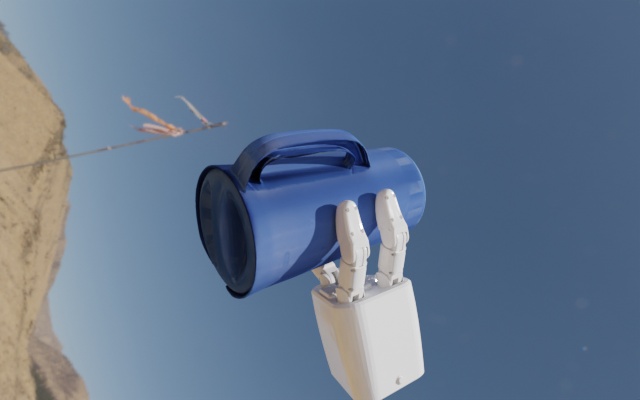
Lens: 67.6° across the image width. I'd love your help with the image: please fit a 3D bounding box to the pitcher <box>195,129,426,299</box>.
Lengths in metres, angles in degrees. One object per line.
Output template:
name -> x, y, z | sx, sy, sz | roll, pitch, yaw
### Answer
pitcher -> 0.000, 0.002, 0.519 | 0.243, 0.145, 0.149 | -14, 2, -34
